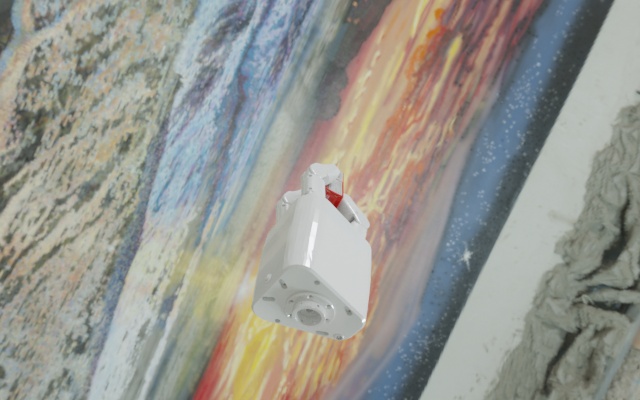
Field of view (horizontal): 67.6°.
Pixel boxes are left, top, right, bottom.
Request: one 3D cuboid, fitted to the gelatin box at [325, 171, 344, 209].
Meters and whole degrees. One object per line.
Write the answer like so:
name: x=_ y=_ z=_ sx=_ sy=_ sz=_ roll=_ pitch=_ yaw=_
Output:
gelatin box: x=0.001 y=0.002 z=0.620 sx=0.030 sy=0.073 sz=0.089 roll=27 pitch=23 yaw=-9
